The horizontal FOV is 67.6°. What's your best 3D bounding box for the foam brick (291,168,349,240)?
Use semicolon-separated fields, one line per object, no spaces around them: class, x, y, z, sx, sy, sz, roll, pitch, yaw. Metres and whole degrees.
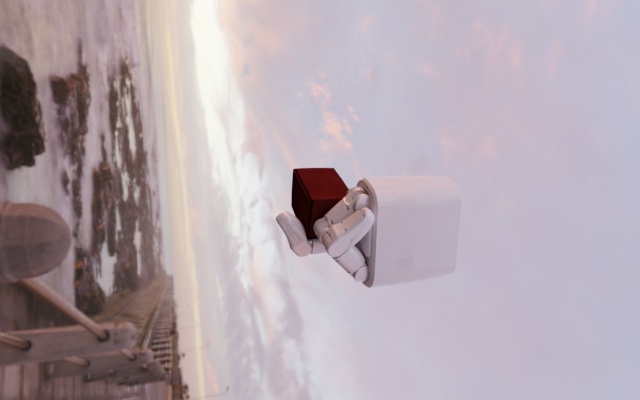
foam brick;0.000;0.002;0.551;0.051;0.053;0.078;-4;32;-17
